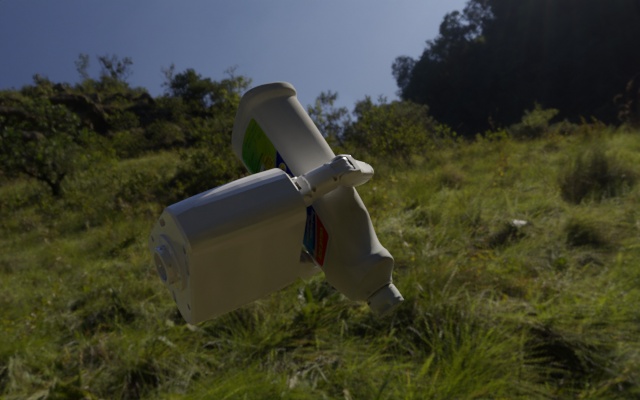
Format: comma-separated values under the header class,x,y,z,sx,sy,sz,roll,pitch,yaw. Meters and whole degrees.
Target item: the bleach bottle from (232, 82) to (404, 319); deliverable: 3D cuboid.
class,x,y,z,sx,sy,sz,roll,pitch,yaw
bleach bottle,0.000,0.002,0.480,0.068,0.250,0.103,-21,-26,-33
